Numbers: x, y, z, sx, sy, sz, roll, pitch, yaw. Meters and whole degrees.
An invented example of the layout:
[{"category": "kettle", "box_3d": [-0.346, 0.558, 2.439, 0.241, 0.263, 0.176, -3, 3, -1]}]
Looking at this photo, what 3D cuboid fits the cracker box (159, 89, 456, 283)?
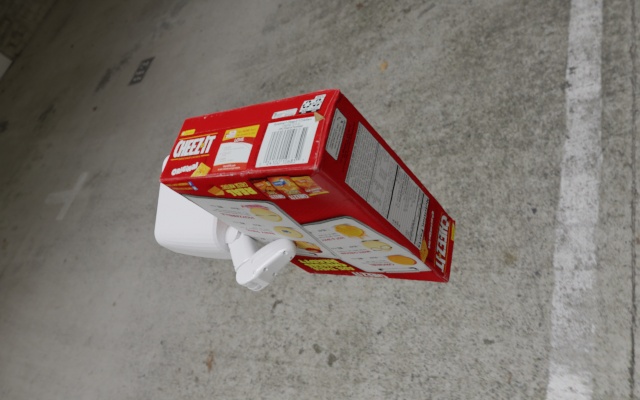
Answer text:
[{"category": "cracker box", "box_3d": [0.000, 0.001, 0.416, 0.164, 0.072, 0.214, -2, -28, 38]}]
